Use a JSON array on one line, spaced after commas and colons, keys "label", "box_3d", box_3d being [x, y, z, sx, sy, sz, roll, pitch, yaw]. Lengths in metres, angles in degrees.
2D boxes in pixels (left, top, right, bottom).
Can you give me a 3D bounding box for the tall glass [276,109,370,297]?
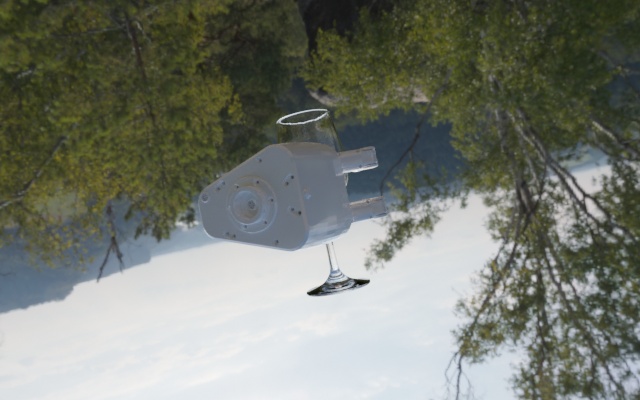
[{"label": "tall glass", "box_3d": [0.000, 0.002, 0.543, 0.079, 0.201, 0.079, -12, 0, 0]}]
